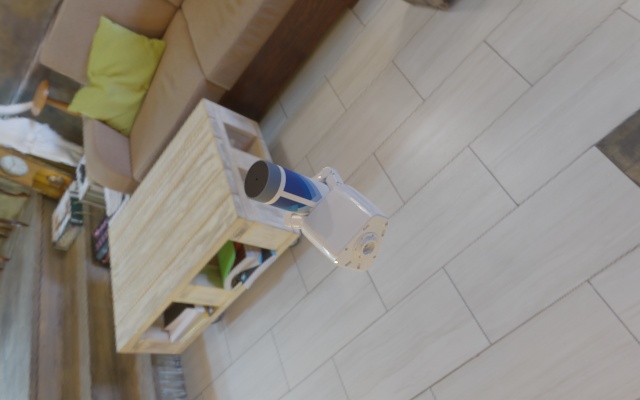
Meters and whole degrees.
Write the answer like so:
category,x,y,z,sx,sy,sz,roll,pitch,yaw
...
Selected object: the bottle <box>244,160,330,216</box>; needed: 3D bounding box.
category,x,y,z,sx,sy,sz,roll,pitch,yaw
bottle,0.000,0.003,0.862,0.296,0.069,0.069,20,-14,-42
